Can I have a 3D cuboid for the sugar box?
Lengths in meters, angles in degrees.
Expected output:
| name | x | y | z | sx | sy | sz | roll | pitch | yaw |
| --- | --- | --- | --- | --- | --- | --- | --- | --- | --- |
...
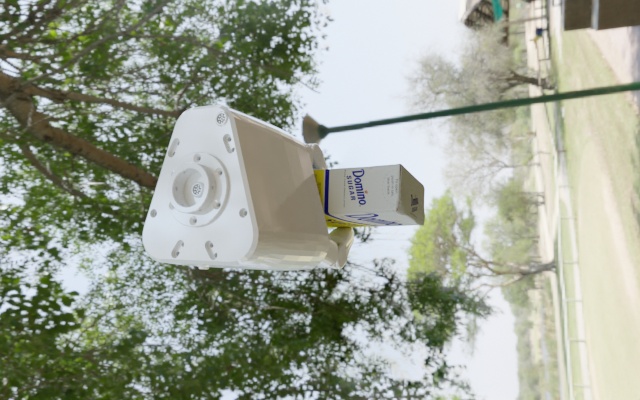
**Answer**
| name | x | y | z | sx | sy | sz | roll | pitch | yaw |
| --- | --- | --- | --- | --- | --- | --- | --- | --- | --- |
| sugar box | 0.000 | 0.002 | 0.441 | 0.176 | 0.048 | 0.093 | 0 | -10 | 24 |
